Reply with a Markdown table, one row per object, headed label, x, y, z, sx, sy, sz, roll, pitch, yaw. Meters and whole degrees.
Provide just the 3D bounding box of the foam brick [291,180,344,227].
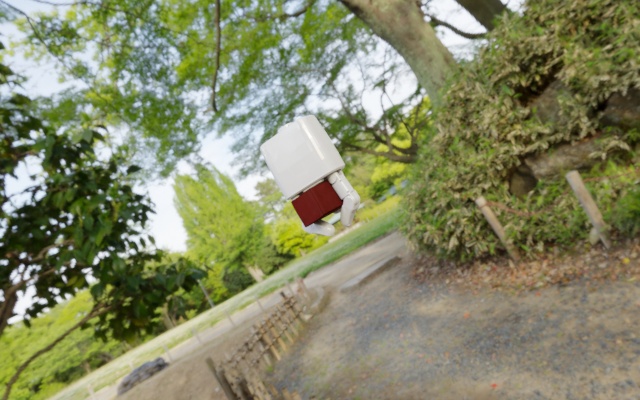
| label | x | y | z | sx | sy | sz | roll | pitch | yaw |
| --- | --- | --- | --- | --- | --- | --- | --- | --- | --- |
| foam brick | 0.000 | 0.003 | 0.802 | 0.053 | 0.051 | 0.078 | -33 | -4 | 40 |
